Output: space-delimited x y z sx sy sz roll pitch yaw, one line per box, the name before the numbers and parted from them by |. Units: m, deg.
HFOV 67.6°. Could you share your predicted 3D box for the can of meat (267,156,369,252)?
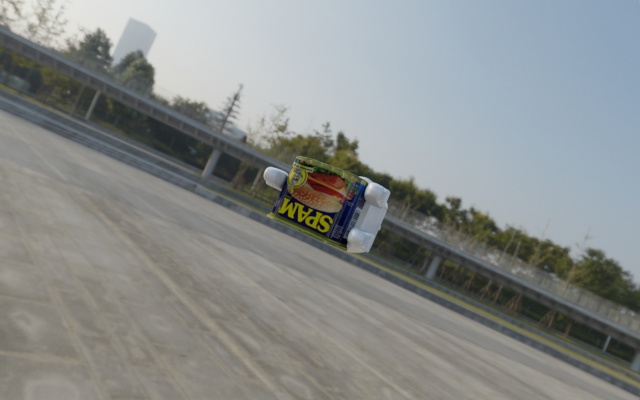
can of meat | 0.000 0.002 0.568 0.102 0.084 0.057 23 -3 25
